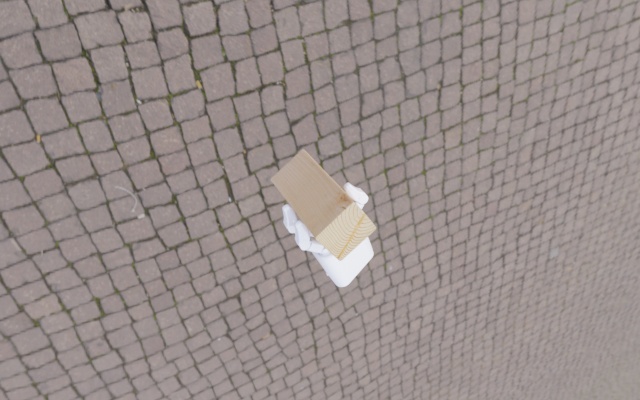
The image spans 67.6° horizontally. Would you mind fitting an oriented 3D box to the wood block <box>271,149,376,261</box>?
[{"bbox_3d":[0.001,0.003,0.887,0.090,0.091,0.206,46,2,-42],"label":"wood block"}]
